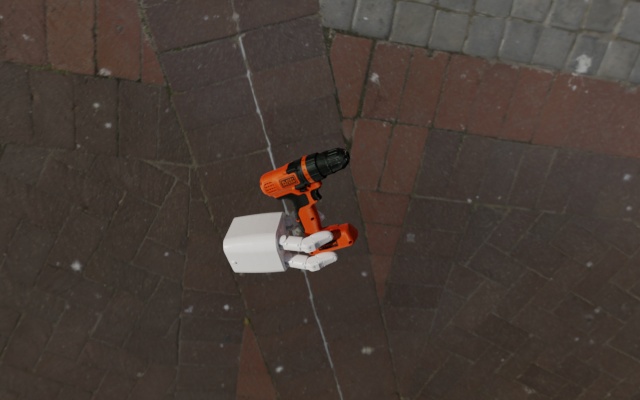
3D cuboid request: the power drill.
[{"bbox_3d":[0.000,0.003,0.898,0.184,0.188,0.057,-18,20,27],"label":"power drill"}]
